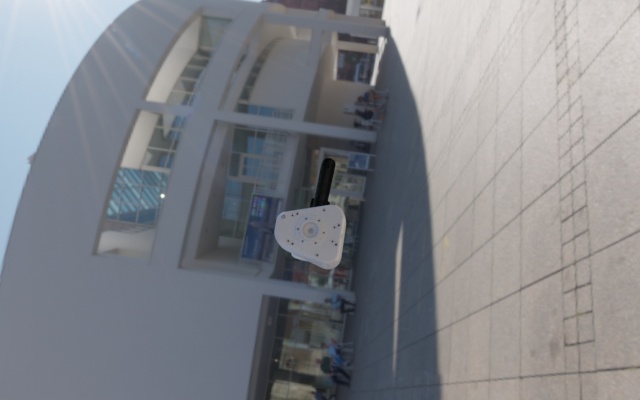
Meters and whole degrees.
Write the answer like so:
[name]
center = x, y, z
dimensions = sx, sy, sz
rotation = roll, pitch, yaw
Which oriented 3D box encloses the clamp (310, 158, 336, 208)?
[clamp]
center = -0.001, 0.003, 0.873
dimensions = 0.039, 0.171, 0.120
rotation = 8, -10, 4
